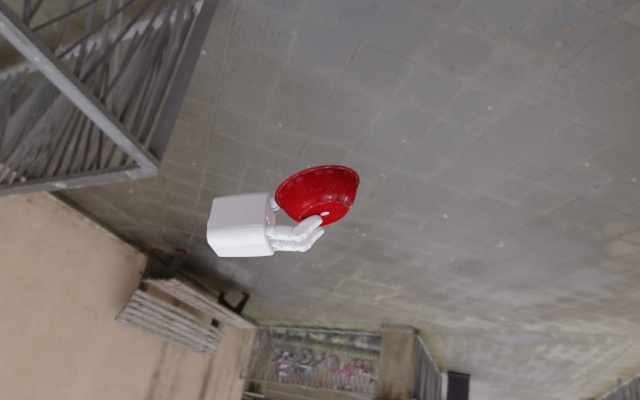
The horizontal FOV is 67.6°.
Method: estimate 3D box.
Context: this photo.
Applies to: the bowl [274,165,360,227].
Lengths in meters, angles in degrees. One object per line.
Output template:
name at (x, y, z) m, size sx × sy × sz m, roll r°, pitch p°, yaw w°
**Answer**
bowl at (0.001, 0.003, 0.867) m, size 0.162 × 0.055 × 0.162 m, roll -12°, pitch -28°, yaw -6°
